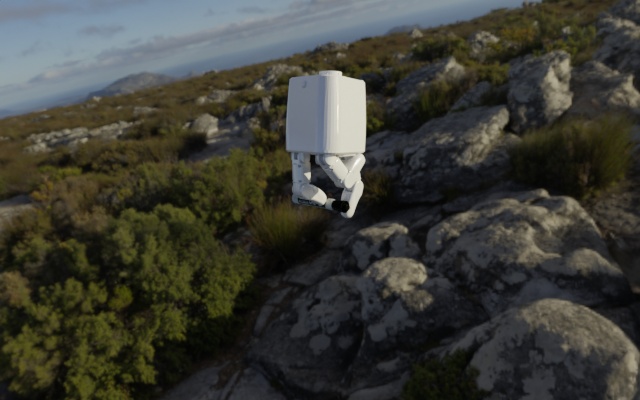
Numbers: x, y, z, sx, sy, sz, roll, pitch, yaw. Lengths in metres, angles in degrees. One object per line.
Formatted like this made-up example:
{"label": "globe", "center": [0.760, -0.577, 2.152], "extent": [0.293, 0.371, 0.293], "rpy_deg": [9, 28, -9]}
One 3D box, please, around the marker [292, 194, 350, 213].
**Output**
{"label": "marker", "center": [0.000, 0.003, 0.753], "extent": [0.020, 0.020, 0.121], "rpy_deg": [0, 7, -43]}
